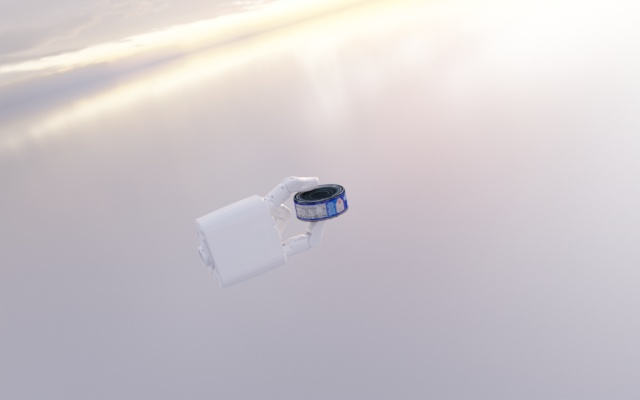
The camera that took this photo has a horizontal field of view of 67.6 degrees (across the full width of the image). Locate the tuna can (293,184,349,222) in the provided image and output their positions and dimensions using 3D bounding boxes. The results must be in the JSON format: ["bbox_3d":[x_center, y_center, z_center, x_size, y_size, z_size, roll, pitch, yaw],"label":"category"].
[{"bbox_3d":[0.000,0.002,0.762,0.086,0.034,0.086,-10,18,3],"label":"tuna can"}]
